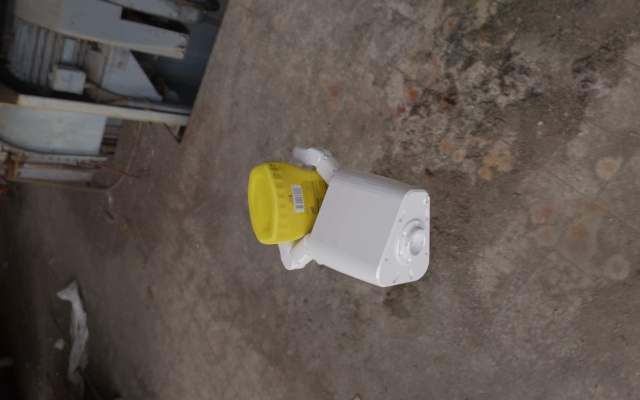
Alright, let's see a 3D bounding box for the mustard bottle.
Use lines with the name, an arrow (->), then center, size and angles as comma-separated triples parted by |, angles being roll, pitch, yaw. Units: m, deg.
mustard bottle -> 0.000, 0.002, 0.619 | 0.191, 0.096, 0.058 | -1, -12, -43
